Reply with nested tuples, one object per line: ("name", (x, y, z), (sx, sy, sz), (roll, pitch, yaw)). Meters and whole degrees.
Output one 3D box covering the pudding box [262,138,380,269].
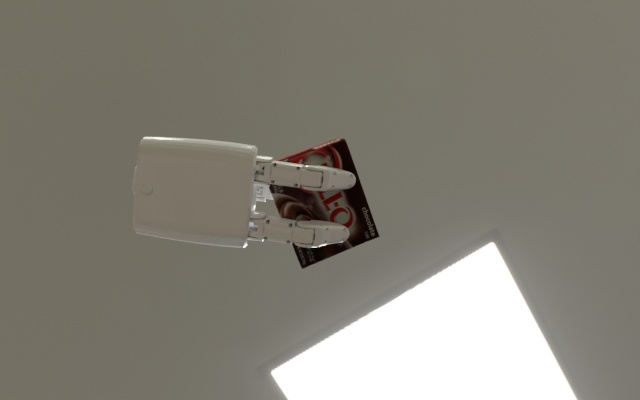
("pudding box", (0.000, 0.002, 0.501), (0.090, 0.113, 0.039), (-22, 13, -6))
